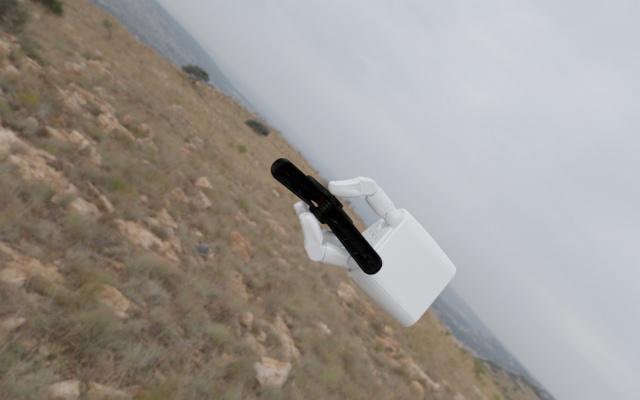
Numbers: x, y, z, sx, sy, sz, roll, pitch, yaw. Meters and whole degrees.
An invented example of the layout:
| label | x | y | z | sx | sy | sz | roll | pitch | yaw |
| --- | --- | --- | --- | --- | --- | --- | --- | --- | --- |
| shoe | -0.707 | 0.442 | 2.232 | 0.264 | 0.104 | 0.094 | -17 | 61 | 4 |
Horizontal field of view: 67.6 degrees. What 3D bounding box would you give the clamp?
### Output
| label | x | y | z | sx | sy | sz | roll | pitch | yaw |
| --- | --- | --- | --- | --- | --- | --- | --- | --- | --- |
| clamp | 0.001 | 0.001 | 0.600 | 0.036 | 0.164 | 0.210 | -42 | 12 | 4 |
